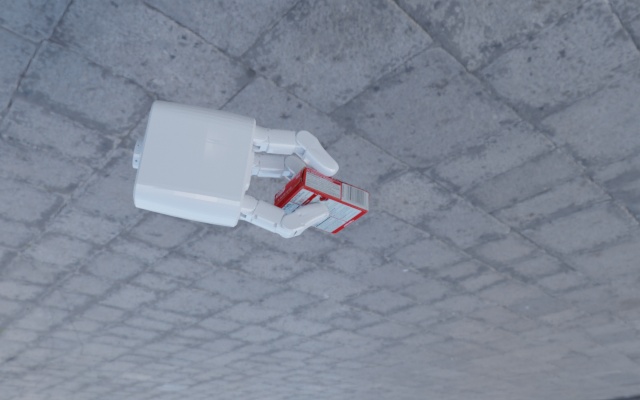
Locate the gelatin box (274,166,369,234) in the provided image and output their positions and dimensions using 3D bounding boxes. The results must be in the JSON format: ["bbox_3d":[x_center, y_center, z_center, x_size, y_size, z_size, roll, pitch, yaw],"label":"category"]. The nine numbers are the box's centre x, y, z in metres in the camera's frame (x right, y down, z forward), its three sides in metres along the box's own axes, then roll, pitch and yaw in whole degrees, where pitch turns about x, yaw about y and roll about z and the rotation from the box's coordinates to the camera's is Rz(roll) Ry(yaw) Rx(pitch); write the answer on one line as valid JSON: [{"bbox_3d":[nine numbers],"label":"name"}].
[{"bbox_3d":[0.000,0.002,0.553,0.089,0.030,0.073,21,-34,-23],"label":"gelatin box"}]
